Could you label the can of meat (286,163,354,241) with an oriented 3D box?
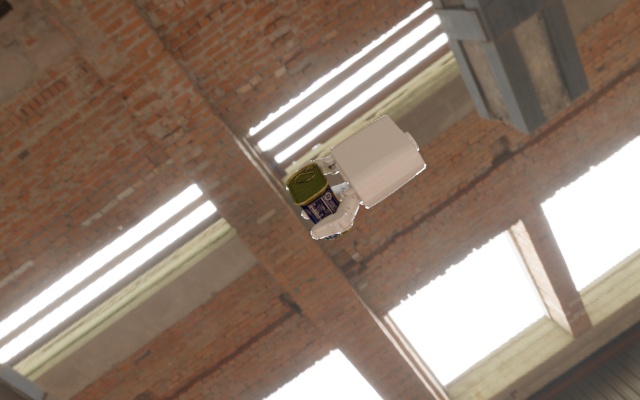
[{"bbox_3d":[0.000,0.003,0.719,0.057,0.084,0.102,-35,28,3],"label":"can of meat"}]
